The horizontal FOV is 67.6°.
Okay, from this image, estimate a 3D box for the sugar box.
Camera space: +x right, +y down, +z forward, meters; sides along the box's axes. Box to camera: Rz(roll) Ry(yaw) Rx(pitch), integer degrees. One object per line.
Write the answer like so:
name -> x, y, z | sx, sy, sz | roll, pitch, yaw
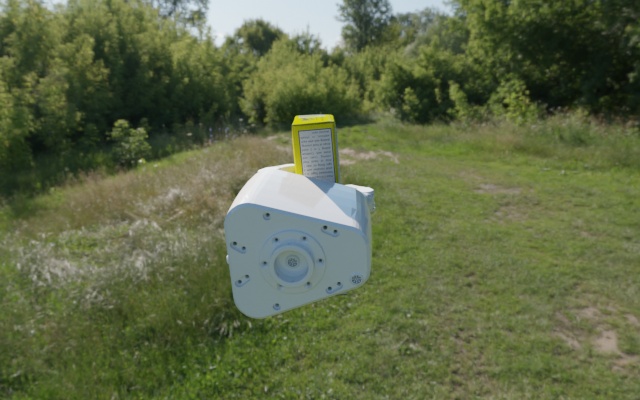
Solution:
sugar box -> 0.000, 0.002, 0.501 | 0.048, 0.176, 0.093 | -3, 15, 1
